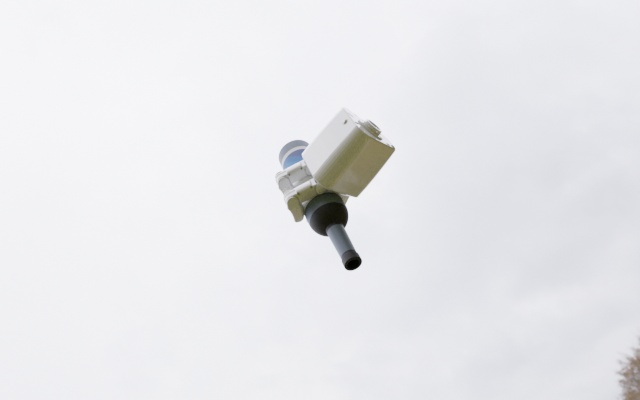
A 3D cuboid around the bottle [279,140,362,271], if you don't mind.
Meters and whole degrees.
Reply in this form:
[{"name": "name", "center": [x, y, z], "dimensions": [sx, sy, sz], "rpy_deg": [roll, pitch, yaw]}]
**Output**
[{"name": "bottle", "center": [0.000, 0.002, 0.785], "dimensions": [0.069, 0.069, 0.295], "rpy_deg": [0, 37, -23]}]
